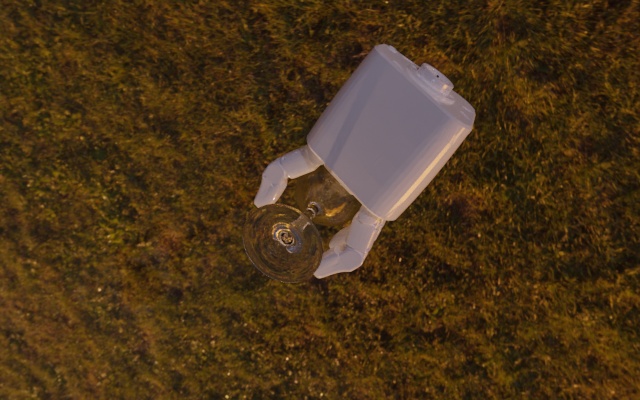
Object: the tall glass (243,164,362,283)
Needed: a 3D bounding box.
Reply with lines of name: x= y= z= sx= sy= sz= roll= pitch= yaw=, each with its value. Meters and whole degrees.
tall glass: x=0.000 y=0.002 z=0.492 sx=0.079 sy=0.079 sz=0.201 roll=0 pitch=21 yaw=21
